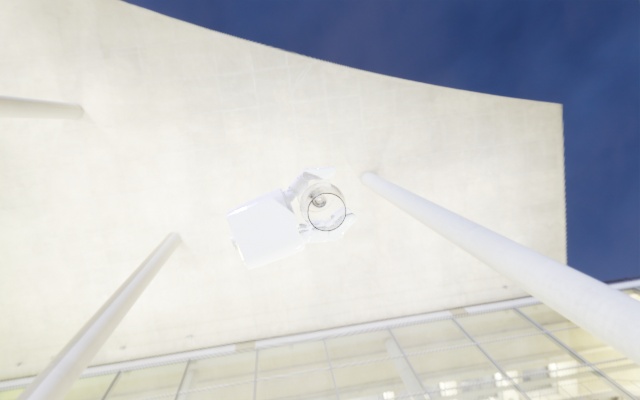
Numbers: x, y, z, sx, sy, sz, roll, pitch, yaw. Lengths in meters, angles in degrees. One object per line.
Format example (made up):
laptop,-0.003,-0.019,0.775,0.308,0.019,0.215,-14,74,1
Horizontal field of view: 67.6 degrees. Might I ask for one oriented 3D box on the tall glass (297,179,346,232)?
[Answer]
tall glass,0.000,0.003,0.838,0.079,0.079,0.201,0,9,-6
